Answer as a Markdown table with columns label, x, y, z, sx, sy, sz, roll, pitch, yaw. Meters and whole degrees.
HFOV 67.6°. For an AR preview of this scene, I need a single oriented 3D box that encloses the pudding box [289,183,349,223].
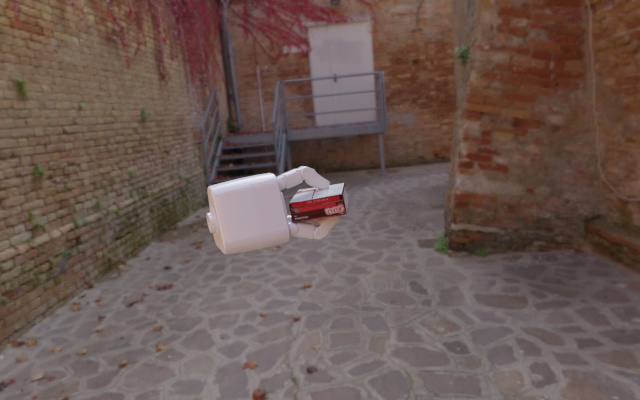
| label | x | y | z | sx | sy | sz | roll | pitch | yaw |
| --- | --- | --- | --- | --- | --- | --- | --- | --- | --- |
| pudding box | 0.000 | 0.002 | 0.802 | 0.090 | 0.039 | 0.113 | -8 | 12 | 7 |
